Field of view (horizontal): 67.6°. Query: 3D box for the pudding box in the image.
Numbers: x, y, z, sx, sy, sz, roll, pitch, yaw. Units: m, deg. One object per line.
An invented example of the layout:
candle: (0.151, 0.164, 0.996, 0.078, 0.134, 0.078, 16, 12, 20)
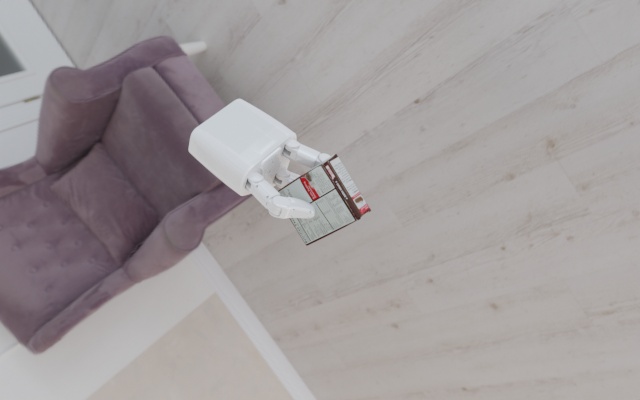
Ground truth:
pudding box: (0.000, 0.002, 0.648, 0.113, 0.090, 0.039, -29, 4, 46)
